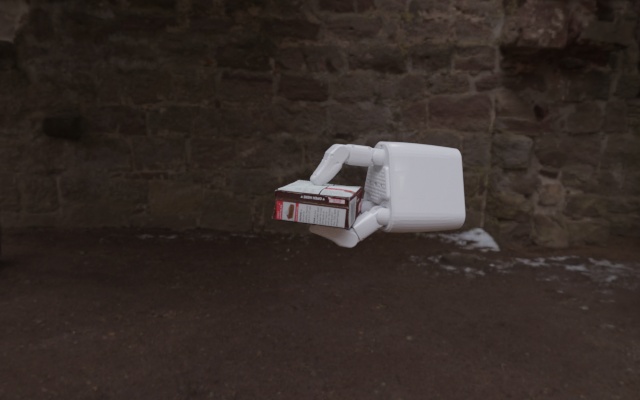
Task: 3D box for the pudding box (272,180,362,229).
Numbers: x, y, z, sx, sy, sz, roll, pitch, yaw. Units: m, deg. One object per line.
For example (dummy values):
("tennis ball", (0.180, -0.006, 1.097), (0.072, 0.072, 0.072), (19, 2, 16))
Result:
("pudding box", (0.000, 0.002, 0.580), (0.090, 0.039, 0.113), (6, 8, 11))
